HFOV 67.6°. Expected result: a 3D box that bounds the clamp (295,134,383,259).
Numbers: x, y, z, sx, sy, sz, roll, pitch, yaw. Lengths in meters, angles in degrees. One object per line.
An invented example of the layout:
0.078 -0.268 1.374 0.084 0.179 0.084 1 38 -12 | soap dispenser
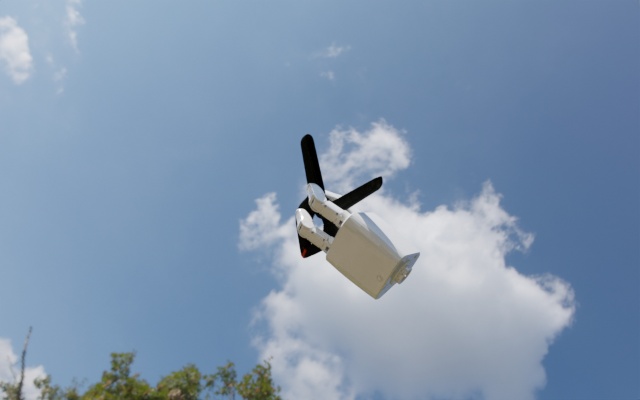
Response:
0.001 0.003 0.810 0.164 0.210 0.036 41 33 25 | clamp
